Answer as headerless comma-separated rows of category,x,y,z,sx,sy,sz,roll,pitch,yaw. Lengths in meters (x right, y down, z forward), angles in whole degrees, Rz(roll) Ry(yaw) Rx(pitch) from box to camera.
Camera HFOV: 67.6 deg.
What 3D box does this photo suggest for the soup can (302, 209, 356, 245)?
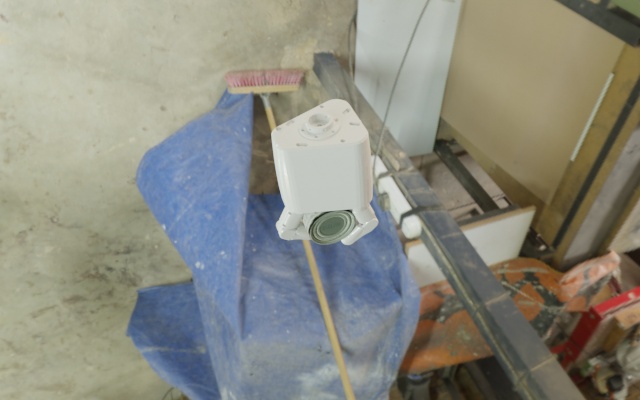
soup can,0.000,0.003,0.661,0.068,0.068,0.102,0,42,-26
